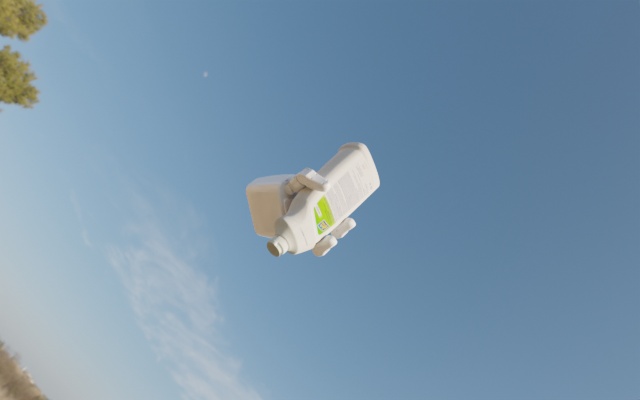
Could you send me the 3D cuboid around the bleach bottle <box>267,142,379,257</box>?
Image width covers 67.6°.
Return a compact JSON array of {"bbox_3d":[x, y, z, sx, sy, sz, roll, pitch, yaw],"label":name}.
[{"bbox_3d":[0.000,0.003,0.812,0.068,0.103,0.250,0,32,47],"label":"bleach bottle"}]
